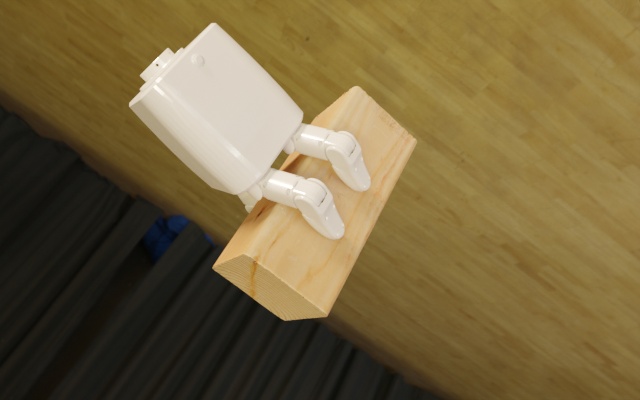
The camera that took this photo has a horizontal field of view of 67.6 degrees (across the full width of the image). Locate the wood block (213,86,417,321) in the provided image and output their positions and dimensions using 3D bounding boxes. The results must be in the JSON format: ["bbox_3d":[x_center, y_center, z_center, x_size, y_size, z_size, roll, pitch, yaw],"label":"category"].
[{"bbox_3d":[0.000,0.001,0.462,0.090,0.206,0.091,40,-29,-14],"label":"wood block"}]
